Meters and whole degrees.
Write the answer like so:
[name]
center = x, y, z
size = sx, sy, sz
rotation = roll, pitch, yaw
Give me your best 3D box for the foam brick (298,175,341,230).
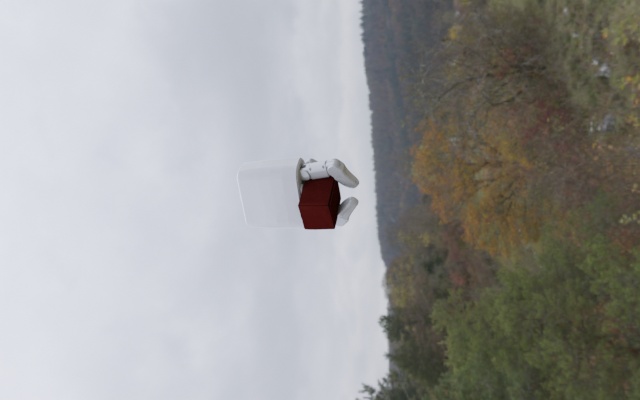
[foam brick]
center = 0.000, 0.003, 0.763
size = 0.051, 0.053, 0.078
rotation = -2, 40, 13
